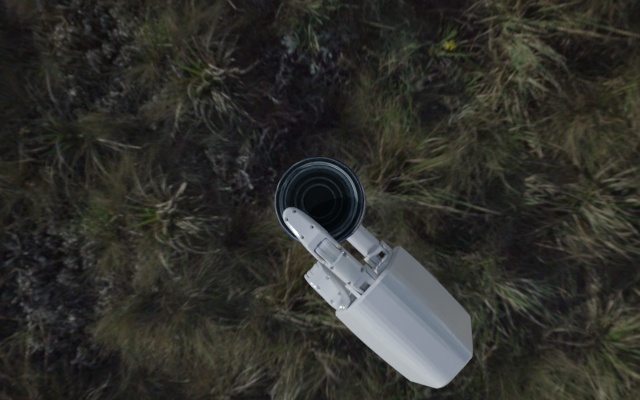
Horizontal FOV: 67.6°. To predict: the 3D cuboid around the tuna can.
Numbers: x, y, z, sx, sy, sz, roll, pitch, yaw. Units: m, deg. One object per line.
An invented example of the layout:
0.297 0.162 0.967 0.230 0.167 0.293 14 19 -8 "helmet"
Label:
0.000 0.001 0.455 0.086 0.086 0.034 0 -3 8 "tuna can"
